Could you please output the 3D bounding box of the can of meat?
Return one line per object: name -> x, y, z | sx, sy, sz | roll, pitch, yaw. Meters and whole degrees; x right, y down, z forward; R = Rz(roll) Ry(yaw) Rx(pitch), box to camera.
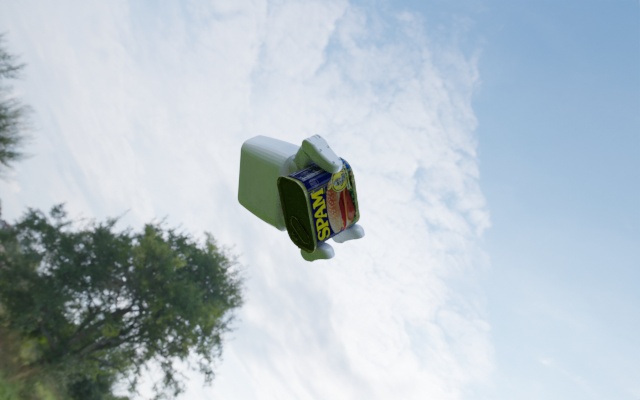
can of meat -> 0.000, 0.002, 0.609 | 0.084, 0.102, 0.057 | -28, 32, -32
